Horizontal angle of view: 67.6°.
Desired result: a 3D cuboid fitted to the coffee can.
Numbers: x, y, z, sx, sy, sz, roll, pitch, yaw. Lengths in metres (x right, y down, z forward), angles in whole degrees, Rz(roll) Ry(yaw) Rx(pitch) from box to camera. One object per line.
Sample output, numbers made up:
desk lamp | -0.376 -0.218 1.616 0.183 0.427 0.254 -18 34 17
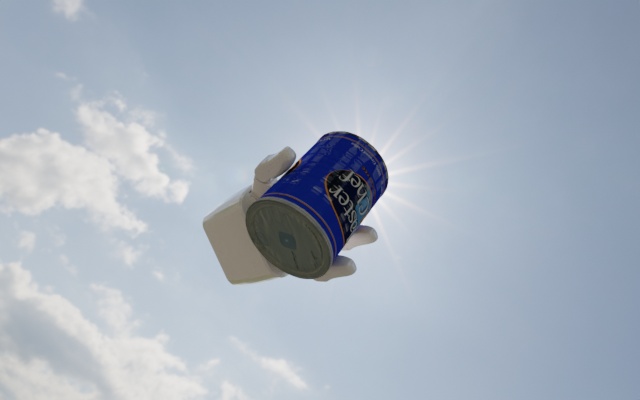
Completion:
coffee can | 0.000 0.002 0.526 0.103 0.103 0.140 0 35 38
